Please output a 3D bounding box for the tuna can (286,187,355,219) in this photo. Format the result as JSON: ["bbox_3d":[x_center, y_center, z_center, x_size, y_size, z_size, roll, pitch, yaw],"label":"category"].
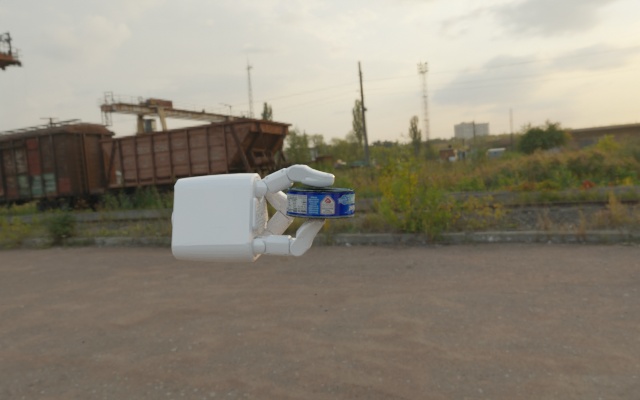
[{"bbox_3d":[0.000,0.001,0.593,0.086,0.034,0.086,1,4,0],"label":"tuna can"}]
